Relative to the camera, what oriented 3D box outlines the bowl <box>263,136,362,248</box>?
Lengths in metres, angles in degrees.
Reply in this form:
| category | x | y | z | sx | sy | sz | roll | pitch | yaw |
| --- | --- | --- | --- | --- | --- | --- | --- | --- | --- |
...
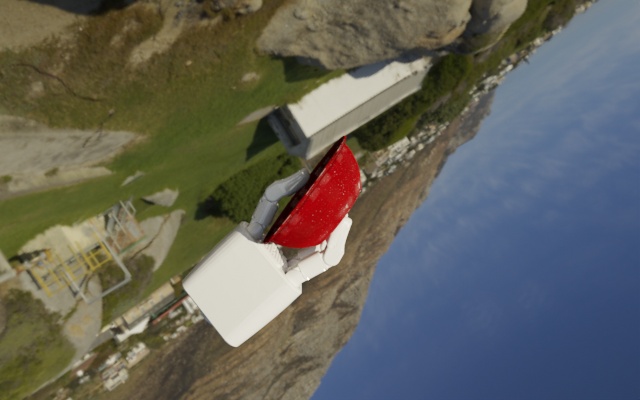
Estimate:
| category | x | y | z | sx | sy | sz | roll | pitch | yaw |
| --- | --- | --- | --- | --- | --- | --- | --- | --- | --- |
| bowl | 0.001 | 0.001 | 0.573 | 0.055 | 0.162 | 0.162 | 37 | -4 | -6 |
